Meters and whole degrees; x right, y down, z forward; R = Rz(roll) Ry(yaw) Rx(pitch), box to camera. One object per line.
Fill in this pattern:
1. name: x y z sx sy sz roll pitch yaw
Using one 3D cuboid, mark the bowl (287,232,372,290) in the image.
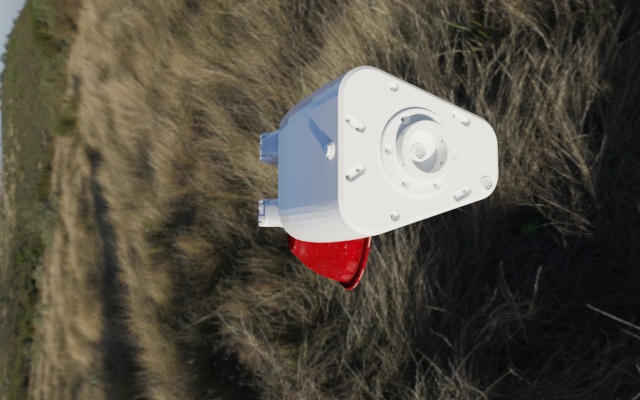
1. bowl: -0.001 0.002 0.445 0.055 0.162 0.162 1 0 -11
